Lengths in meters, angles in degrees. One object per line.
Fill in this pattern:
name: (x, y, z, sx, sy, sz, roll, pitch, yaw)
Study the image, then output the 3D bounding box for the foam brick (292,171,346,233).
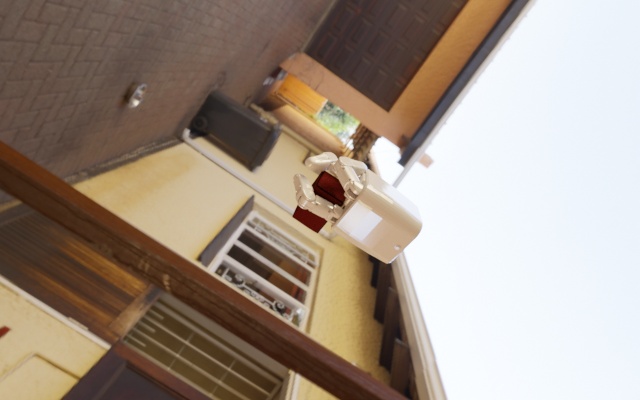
foam brick: (0.000, 0.003, 0.754, 0.051, 0.078, 0.053, 34, 35, -7)
